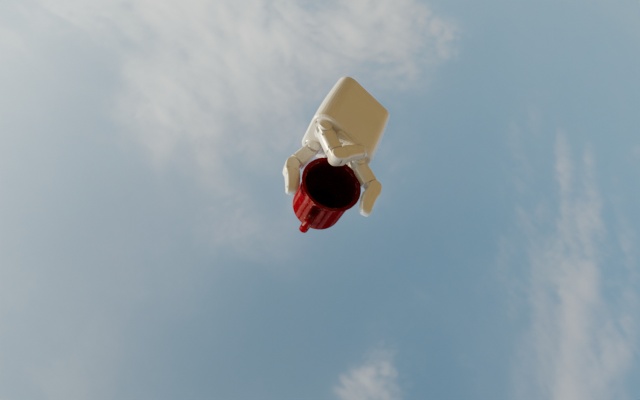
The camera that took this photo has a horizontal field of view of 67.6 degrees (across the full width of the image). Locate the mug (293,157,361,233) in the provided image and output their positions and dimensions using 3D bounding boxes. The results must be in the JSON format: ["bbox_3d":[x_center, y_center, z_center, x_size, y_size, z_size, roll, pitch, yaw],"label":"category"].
[{"bbox_3d":[0.000,0.004,0.732,0.093,0.117,0.081,30,-34,-2],"label":"mug"}]
